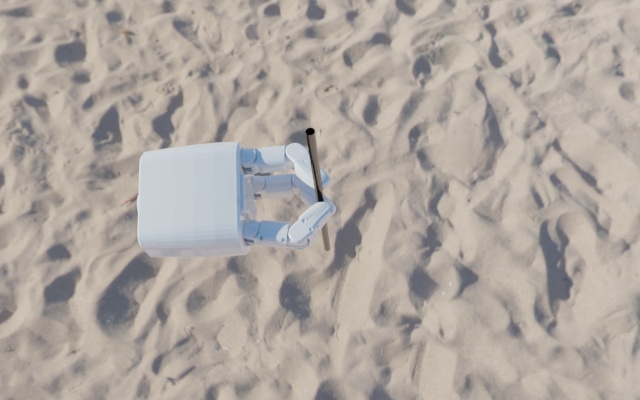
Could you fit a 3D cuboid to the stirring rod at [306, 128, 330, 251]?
[{"bbox_3d":[0.000,0.002,0.501,0.011,0.011,0.240,0,-29,5],"label":"stirring rod"}]
